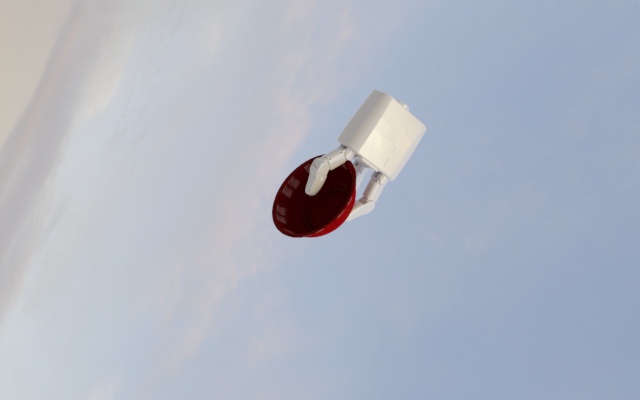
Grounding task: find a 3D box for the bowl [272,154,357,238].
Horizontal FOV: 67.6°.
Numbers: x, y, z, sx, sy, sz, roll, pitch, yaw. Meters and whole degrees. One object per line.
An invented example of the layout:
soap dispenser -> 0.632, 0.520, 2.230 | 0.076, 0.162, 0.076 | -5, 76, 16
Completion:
bowl -> -0.001, 0.004, 0.786 | 0.162, 0.162, 0.055 | 0, -33, 39
